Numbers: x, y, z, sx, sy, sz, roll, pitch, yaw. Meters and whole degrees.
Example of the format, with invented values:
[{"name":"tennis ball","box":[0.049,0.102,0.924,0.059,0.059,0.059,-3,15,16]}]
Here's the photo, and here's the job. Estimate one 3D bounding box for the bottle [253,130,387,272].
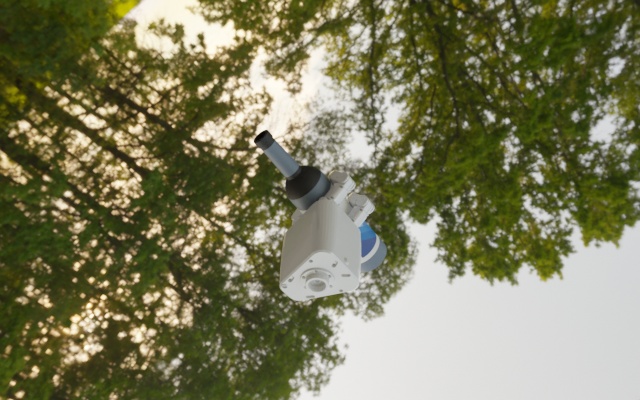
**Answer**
[{"name":"bottle","box":[0.000,0.003,0.757,0.069,0.069,0.296,0,-40,50]}]
